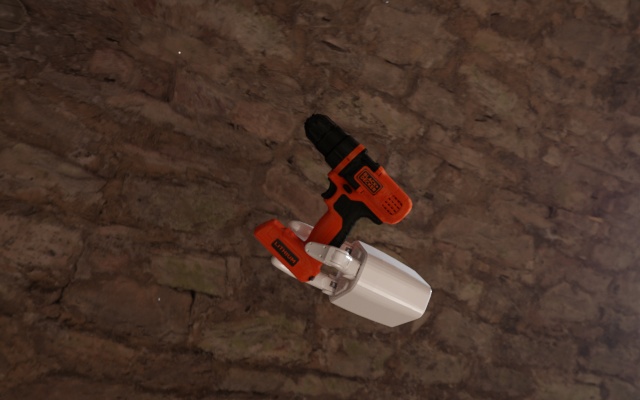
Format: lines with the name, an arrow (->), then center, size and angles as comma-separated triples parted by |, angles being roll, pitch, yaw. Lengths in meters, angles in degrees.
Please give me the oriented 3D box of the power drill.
power drill -> 0.000, 0.003, 0.646 | 0.187, 0.184, 0.057 | -44, -2, 9
